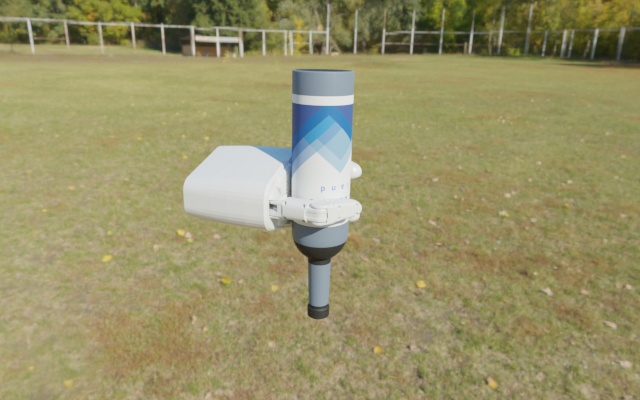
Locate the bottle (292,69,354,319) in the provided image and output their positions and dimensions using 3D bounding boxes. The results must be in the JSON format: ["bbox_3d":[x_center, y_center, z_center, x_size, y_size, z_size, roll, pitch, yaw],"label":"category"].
[{"bbox_3d":[0.000,0.002,0.552,0.069,0.296,0.069,1,18,0],"label":"bottle"}]
